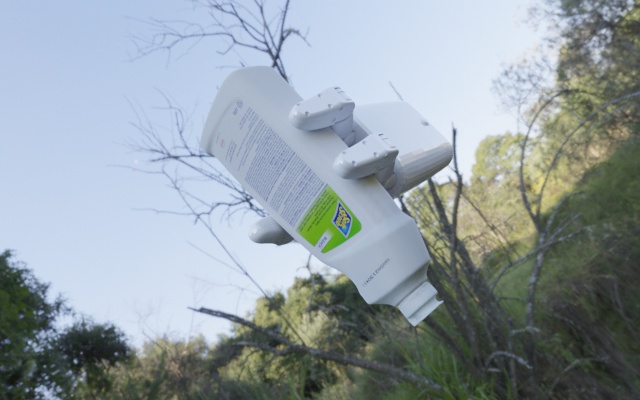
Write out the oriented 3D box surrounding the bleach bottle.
[{"bbox_3d":[0.000,0.001,0.403,0.068,0.250,0.103,-23,-26,-45],"label":"bleach bottle"}]
